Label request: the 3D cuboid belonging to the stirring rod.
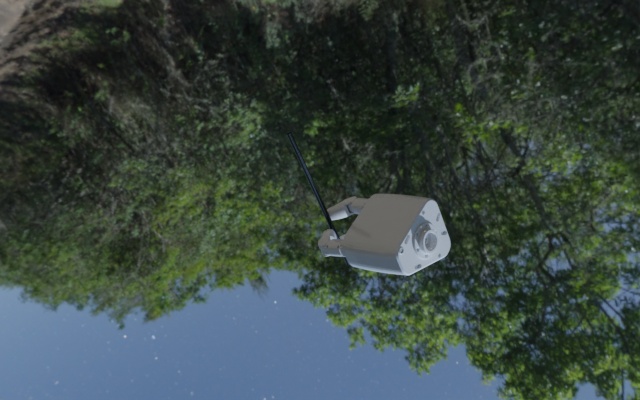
[{"bbox_3d":[0.000,0.002,0.754,0.011,0.240,0.011,-21,21,9],"label":"stirring rod"}]
